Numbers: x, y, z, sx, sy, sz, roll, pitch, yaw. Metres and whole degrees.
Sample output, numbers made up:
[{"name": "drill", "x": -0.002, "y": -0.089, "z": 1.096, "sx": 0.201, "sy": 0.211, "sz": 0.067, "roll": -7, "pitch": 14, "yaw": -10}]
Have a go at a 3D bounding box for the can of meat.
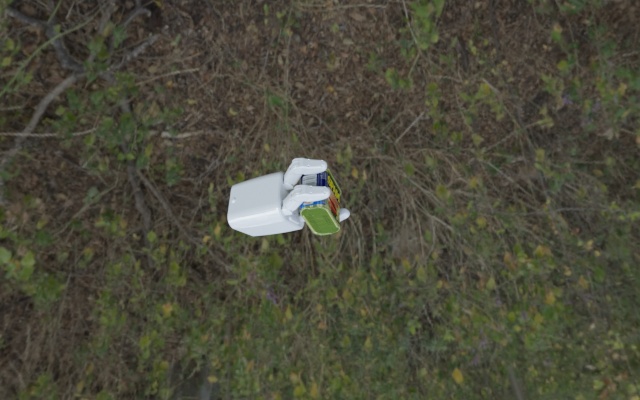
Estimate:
[{"name": "can of meat", "x": 0.000, "y": 0.003, "z": 0.853, "sx": 0.057, "sy": 0.084, "sz": 0.102, "roll": -10, "pitch": -35, "yaw": 16}]
